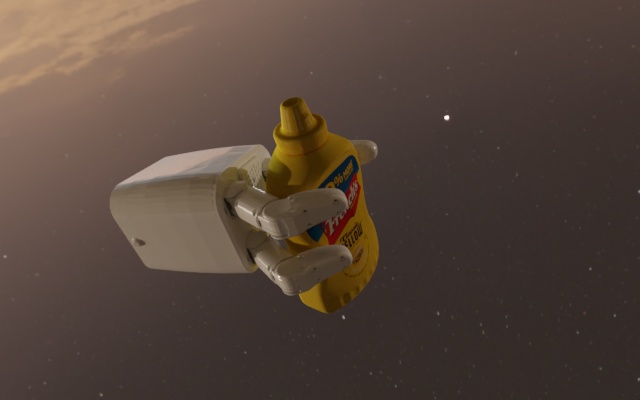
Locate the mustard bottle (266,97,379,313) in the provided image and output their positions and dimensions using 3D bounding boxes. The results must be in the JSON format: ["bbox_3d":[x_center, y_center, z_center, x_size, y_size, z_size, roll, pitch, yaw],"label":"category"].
[{"bbox_3d":[0.000,0.002,0.405,0.058,0.192,0.096,17,48,36],"label":"mustard bottle"}]
